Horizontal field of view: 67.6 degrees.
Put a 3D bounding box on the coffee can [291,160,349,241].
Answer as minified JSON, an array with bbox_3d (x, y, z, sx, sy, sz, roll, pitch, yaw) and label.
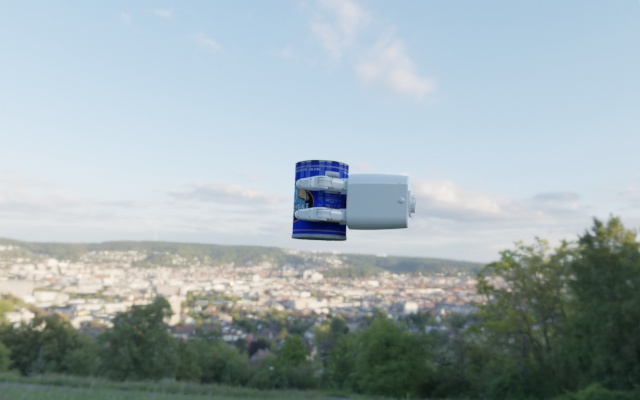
[{"bbox_3d":[0.000,0.003,0.890,0.103,0.140,0.103,2,-7,0],"label":"coffee can"}]
